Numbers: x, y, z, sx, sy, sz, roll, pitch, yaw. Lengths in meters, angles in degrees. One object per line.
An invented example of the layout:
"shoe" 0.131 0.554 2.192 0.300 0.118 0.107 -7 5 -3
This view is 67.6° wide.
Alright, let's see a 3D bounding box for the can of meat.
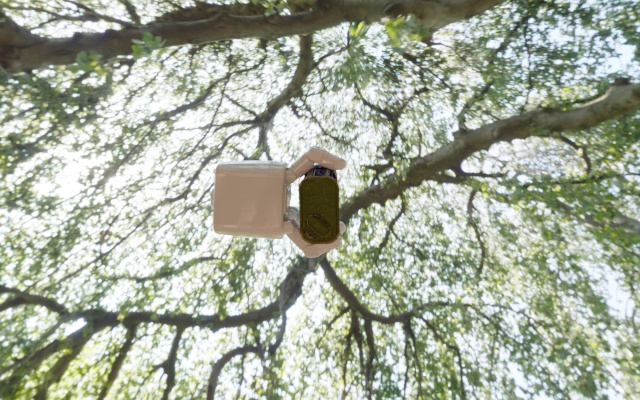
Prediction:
"can of meat" 0.000 0.002 0.714 0.057 0.102 0.084 -1 18 3
